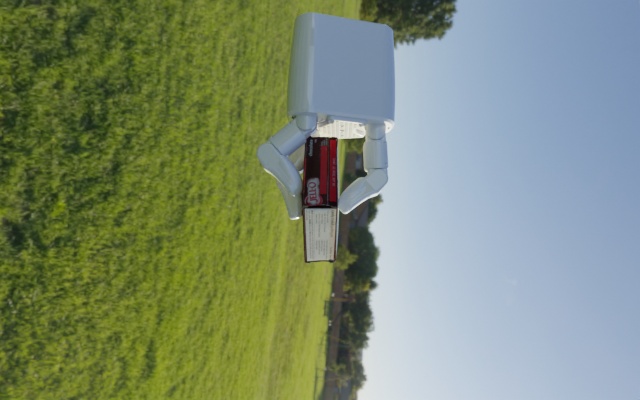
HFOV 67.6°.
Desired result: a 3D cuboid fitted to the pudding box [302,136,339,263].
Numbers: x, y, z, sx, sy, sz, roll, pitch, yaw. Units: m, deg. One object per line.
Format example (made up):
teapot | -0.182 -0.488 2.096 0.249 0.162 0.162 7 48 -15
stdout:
pudding box | 0.000 0.002 0.505 0.039 0.090 0.114 1 -35 3
